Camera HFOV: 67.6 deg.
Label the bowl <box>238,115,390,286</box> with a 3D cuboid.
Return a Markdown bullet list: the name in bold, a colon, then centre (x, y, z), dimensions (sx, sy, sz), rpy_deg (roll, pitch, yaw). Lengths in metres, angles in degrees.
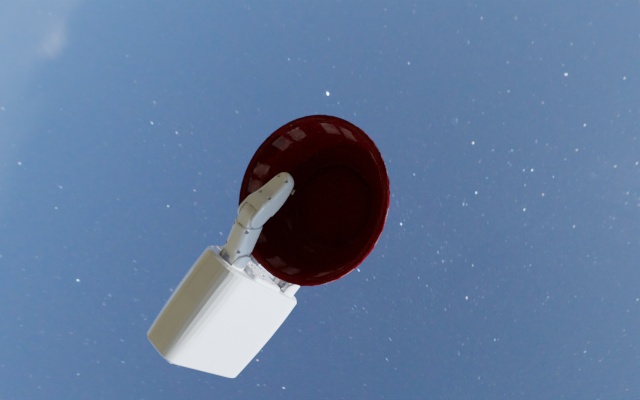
- **bowl**: centre (0.001, 0.001, 0.467), dimensions (0.162, 0.162, 0.055), rpy_deg (0, -8, 29)
